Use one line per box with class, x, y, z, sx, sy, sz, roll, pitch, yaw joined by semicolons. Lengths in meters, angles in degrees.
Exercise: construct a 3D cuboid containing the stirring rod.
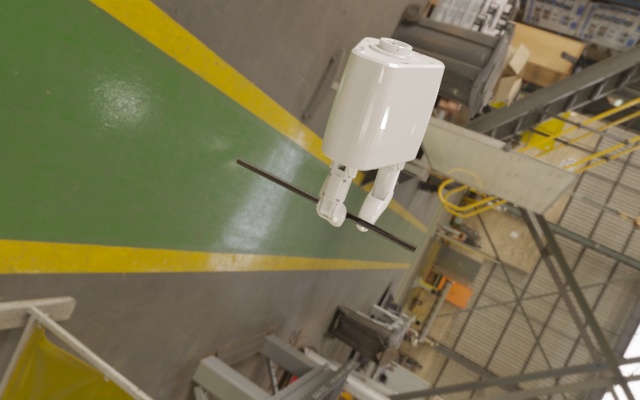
stirring rod;0.000;0.002;0.552;0.239;0.011;0.011;27;9;19
